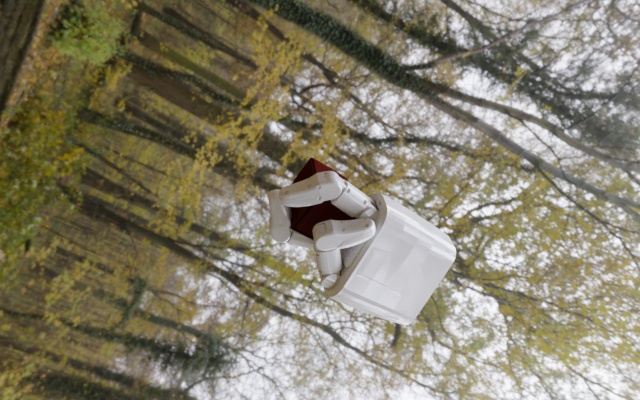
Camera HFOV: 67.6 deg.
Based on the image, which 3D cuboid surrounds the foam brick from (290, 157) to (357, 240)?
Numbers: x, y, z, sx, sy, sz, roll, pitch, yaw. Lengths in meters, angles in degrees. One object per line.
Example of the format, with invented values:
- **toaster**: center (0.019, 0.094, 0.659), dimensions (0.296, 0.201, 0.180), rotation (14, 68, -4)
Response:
- **foam brick**: center (0.000, 0.001, 0.517), dimensions (0.051, 0.053, 0.078), rotation (27, 27, -24)
